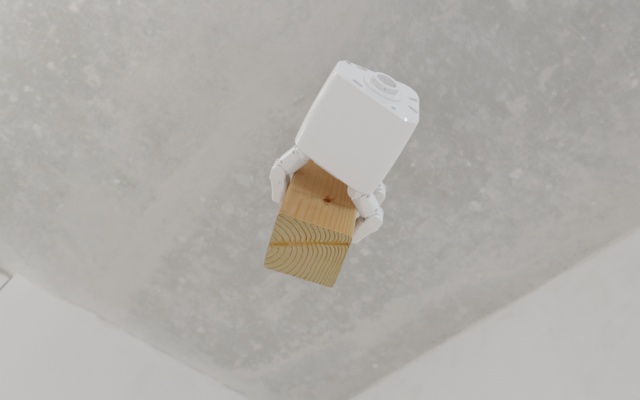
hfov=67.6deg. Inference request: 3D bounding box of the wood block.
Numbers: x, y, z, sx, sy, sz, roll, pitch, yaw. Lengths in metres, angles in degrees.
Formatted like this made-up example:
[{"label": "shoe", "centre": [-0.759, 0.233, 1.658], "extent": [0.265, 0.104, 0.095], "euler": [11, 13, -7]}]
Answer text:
[{"label": "wood block", "centre": [0.000, 0.002, 0.637], "extent": [0.091, 0.090, 0.206], "euler": [18, 37, -1]}]
